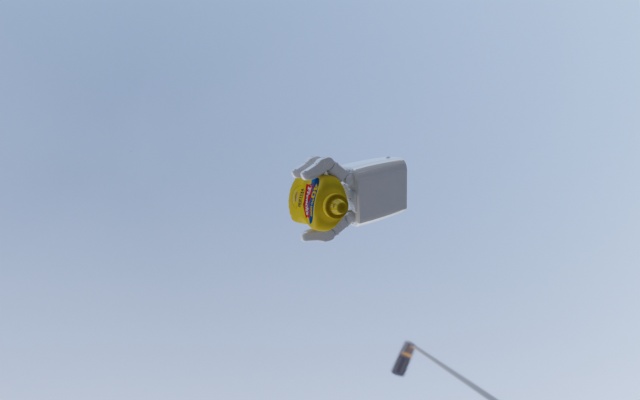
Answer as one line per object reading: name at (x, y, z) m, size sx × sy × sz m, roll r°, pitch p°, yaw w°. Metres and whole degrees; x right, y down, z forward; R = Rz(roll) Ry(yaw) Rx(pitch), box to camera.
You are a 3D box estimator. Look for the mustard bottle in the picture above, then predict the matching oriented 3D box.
mustard bottle at (0.000, 0.003, 0.822) m, size 0.058 × 0.096 × 0.191 m, roll 11°, pitch 1°, yaw -22°
